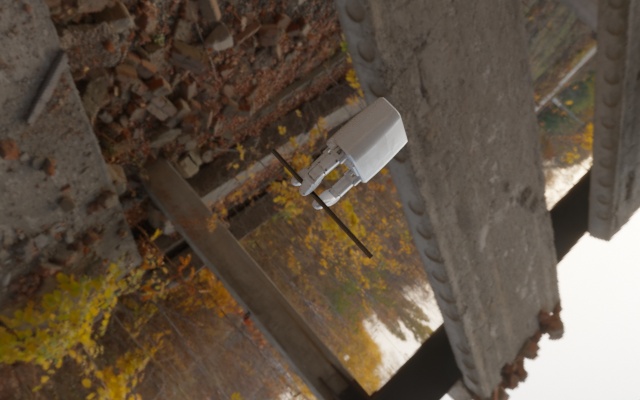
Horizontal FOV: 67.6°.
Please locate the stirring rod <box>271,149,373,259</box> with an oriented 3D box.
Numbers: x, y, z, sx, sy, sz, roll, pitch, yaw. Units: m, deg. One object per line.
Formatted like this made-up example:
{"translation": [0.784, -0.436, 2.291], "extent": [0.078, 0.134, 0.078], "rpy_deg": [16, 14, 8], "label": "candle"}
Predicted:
{"translation": [0.000, 0.002, 0.773], "extent": [0.011, 0.239, 0.011], "rpy_deg": [-40, -12, -11], "label": "stirring rod"}
